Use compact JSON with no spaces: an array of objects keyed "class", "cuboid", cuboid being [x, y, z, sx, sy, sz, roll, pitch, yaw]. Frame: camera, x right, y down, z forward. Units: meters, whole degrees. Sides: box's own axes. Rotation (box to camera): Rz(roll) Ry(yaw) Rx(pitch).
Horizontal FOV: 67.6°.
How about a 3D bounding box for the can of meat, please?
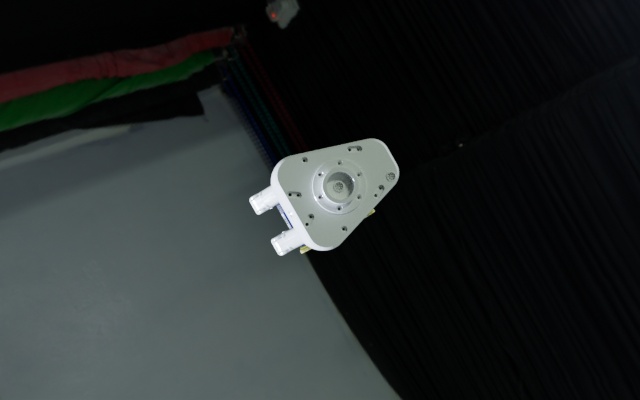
[{"class":"can of meat","cuboid":[0.000,0.002,0.579,0.102,0.084,0.057,-30,1,-1]}]
